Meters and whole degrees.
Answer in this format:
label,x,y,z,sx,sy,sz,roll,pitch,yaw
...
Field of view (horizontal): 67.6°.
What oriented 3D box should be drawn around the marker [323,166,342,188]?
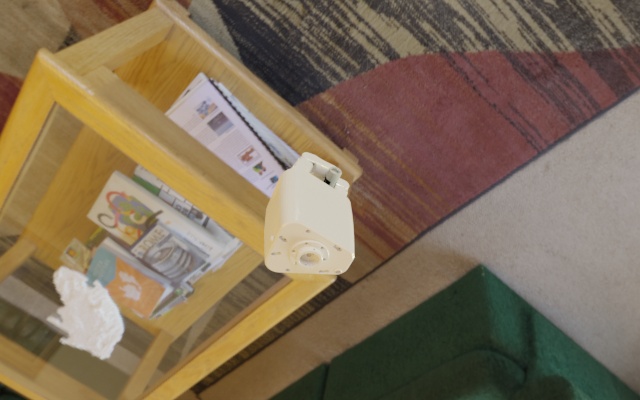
label,x,y,z,sx,sy,sz,roll,pitch,yaw
marker,0.000,0.002,0.702,0.020,0.121,0.020,17,36,-13
